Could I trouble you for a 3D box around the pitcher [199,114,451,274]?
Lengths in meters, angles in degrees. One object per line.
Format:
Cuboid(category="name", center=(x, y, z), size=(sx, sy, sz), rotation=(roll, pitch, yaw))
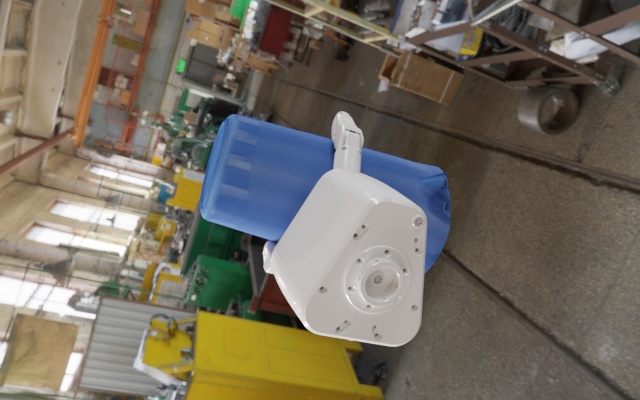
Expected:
Cuboid(category="pitcher", center=(0.000, 0.002, 0.511), size=(0.243, 0.149, 0.145), rotation=(16, 10, -18))
